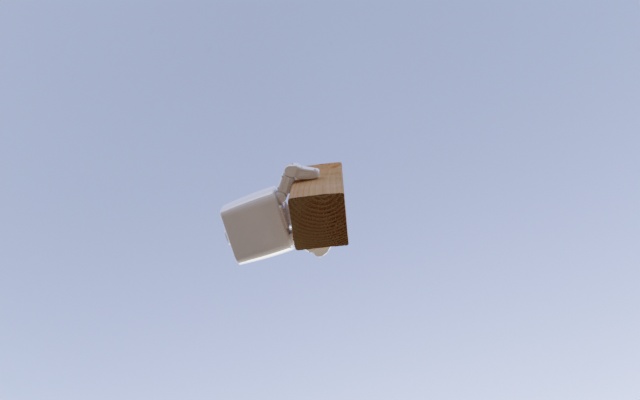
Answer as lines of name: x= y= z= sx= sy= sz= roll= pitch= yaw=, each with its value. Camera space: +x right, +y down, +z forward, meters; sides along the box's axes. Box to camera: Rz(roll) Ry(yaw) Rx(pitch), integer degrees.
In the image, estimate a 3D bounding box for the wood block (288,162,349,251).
wood block: x=0.000 y=0.002 z=0.844 sx=0.090 sy=0.091 sz=0.206 roll=-6 pitch=18 yaw=3
